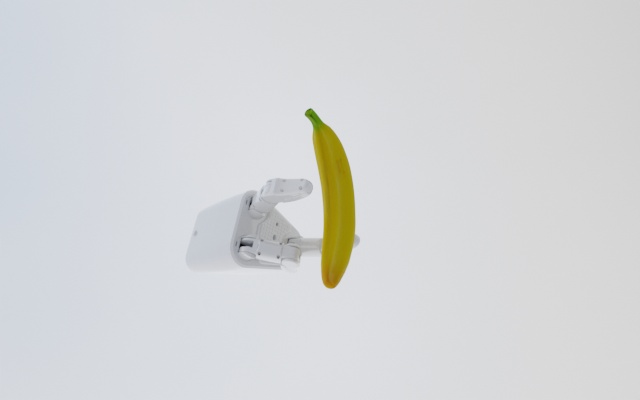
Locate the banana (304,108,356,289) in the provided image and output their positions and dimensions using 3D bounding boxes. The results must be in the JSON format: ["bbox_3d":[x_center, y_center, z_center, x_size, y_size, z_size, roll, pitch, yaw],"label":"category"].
[{"bbox_3d":[0.012,-0.001,0.542,0.037,0.197,0.069,-15,-10,40],"label":"banana"}]
